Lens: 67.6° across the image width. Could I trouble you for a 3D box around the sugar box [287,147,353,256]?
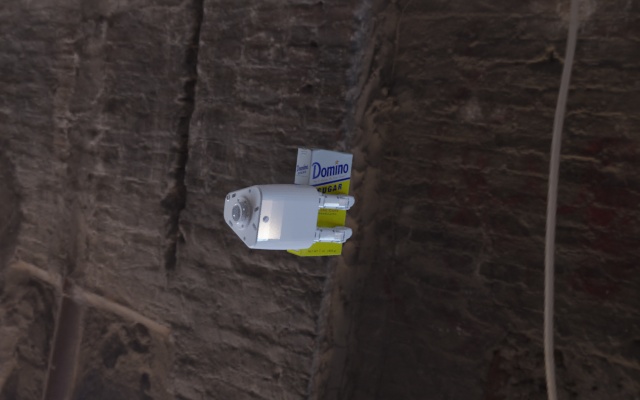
[{"bbox_3d":[0.000,0.003,0.805,0.093,0.176,0.048,2,8,-41],"label":"sugar box"}]
